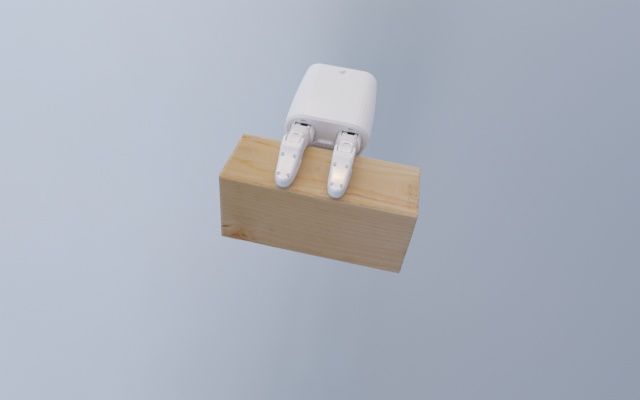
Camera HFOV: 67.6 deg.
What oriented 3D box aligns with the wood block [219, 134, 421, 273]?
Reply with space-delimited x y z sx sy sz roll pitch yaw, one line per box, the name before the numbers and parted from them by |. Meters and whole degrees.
wood block | 0.000 0.002 0.542 0.206 0.091 0.090 11 41 4
